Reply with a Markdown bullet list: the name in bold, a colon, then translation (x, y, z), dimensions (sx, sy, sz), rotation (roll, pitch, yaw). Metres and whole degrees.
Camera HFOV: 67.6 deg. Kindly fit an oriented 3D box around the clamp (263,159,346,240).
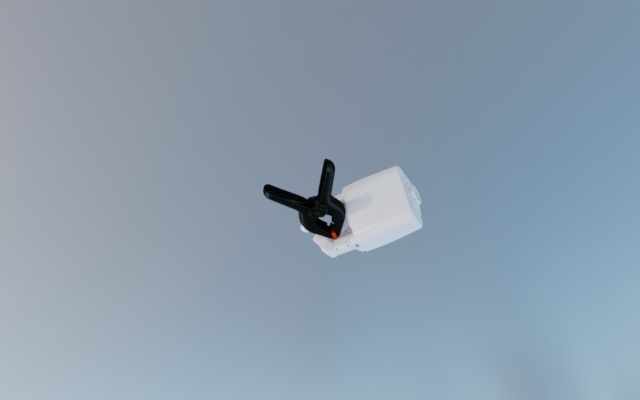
- **clamp**: translation (0.000, 0.003, 0.786), dimensions (0.120, 0.039, 0.171), rotation (-24, -43, 22)
